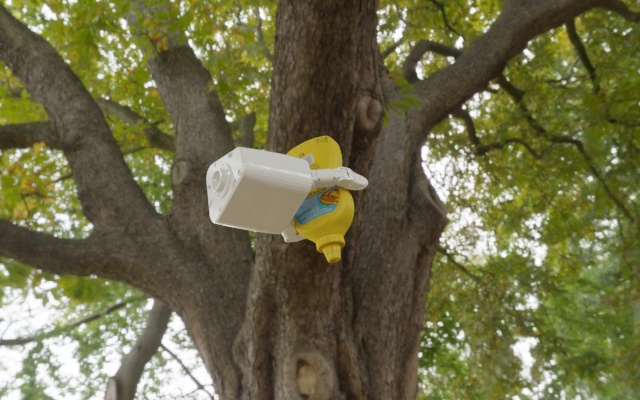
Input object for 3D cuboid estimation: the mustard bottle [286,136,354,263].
[{"bbox_3d":[0.000,0.002,0.716,0.096,0.191,0.058,-25,-30,21],"label":"mustard bottle"}]
